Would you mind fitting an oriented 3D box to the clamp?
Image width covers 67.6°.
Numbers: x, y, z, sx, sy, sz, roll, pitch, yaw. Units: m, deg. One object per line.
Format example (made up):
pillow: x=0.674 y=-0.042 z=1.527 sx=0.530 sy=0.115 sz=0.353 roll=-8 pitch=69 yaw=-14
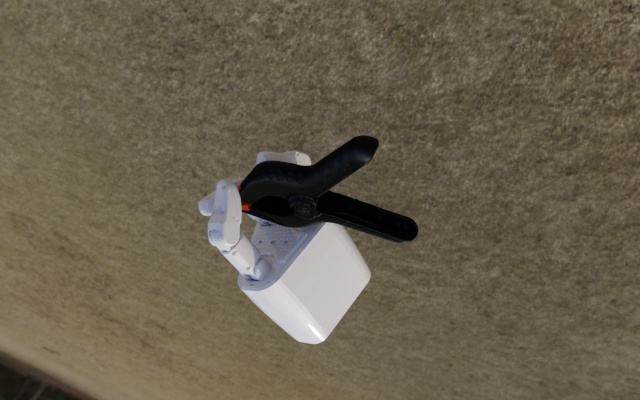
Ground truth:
clamp: x=0.000 y=0.002 z=0.421 sx=0.171 sy=0.039 sz=0.120 roll=-5 pitch=-47 yaw=39
